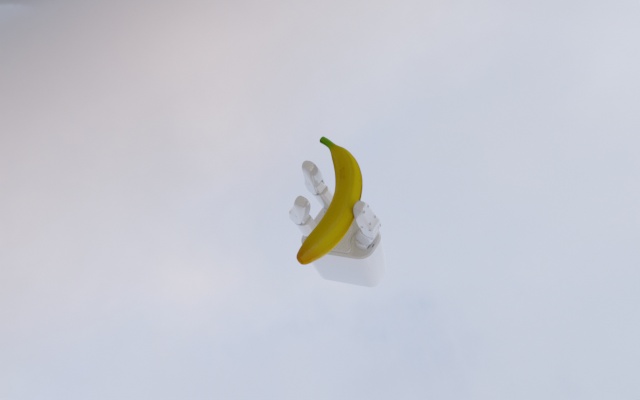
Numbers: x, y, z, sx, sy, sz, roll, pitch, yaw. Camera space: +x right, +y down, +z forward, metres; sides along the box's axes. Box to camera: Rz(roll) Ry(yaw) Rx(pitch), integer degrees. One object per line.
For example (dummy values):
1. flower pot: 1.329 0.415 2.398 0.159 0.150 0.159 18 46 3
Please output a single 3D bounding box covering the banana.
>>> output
1. banana: 0.019 0.001 0.635 0.069 0.197 0.037 4 -33 10
